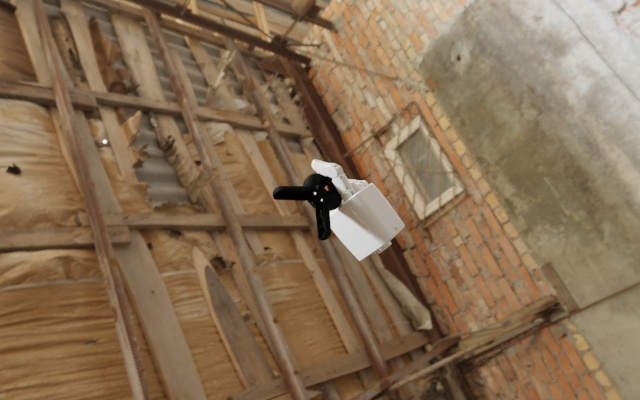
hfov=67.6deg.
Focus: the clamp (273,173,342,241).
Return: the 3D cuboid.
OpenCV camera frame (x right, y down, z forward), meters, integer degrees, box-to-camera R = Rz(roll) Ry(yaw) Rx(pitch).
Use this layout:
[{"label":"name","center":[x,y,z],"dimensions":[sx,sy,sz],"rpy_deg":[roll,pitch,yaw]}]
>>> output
[{"label":"clamp","center":[0.000,0.003,0.849],"dimensions":[0.039,0.120,0.171],"rpy_deg":[-42,-6,36]}]
